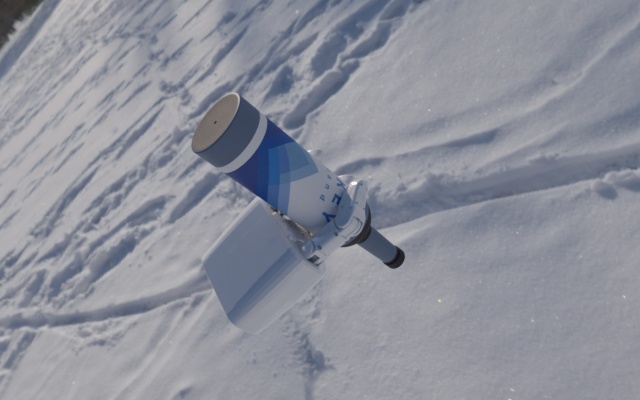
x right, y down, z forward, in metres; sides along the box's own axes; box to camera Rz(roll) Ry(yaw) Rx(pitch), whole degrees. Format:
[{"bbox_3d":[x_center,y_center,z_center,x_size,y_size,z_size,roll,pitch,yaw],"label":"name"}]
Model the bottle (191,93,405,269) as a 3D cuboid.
[{"bbox_3d":[0.000,0.002,0.515,0.069,0.069,0.296,0,-29,48],"label":"bottle"}]
